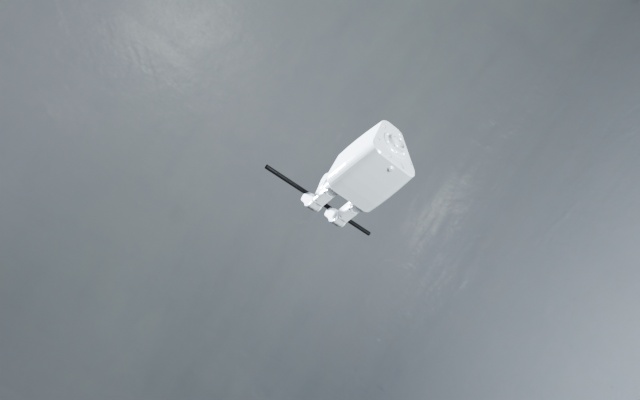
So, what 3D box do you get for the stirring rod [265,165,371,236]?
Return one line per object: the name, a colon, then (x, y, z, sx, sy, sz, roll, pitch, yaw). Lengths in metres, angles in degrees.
stirring rod: (0.000, 0.003, 0.853, 0.239, 0.011, 0.011, 33, -15, -24)
